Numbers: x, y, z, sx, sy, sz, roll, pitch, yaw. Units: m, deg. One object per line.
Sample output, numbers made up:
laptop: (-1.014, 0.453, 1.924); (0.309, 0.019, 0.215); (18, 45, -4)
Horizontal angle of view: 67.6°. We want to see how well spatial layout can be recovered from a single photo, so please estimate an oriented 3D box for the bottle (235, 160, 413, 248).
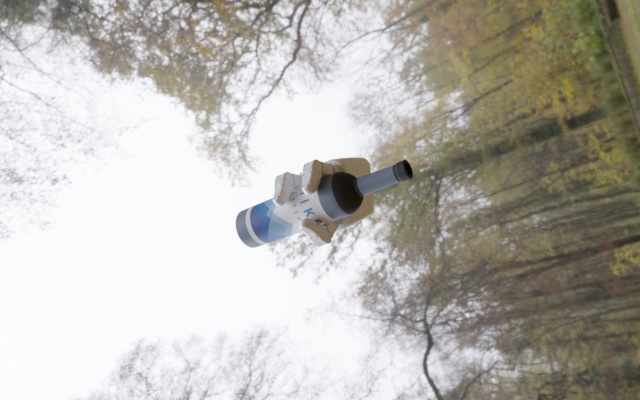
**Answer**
bottle: (0.000, 0.002, 0.716); (0.296, 0.069, 0.069); (-21, -11, 31)
